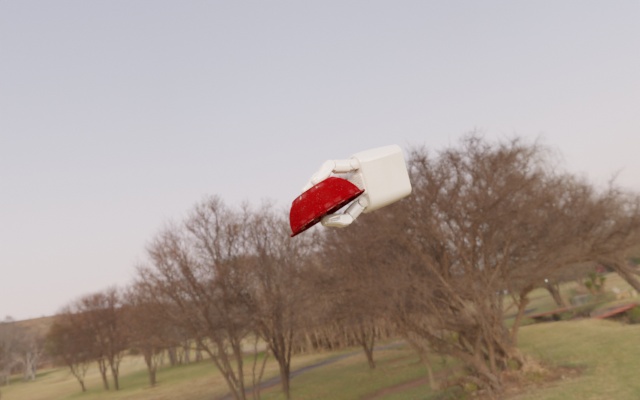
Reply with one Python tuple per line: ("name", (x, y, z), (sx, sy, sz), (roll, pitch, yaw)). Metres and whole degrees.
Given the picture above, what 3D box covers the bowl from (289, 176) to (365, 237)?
("bowl", (-0.001, 0.003, 0.875), (0.162, 0.055, 0.162), (-32, -5, -3))
